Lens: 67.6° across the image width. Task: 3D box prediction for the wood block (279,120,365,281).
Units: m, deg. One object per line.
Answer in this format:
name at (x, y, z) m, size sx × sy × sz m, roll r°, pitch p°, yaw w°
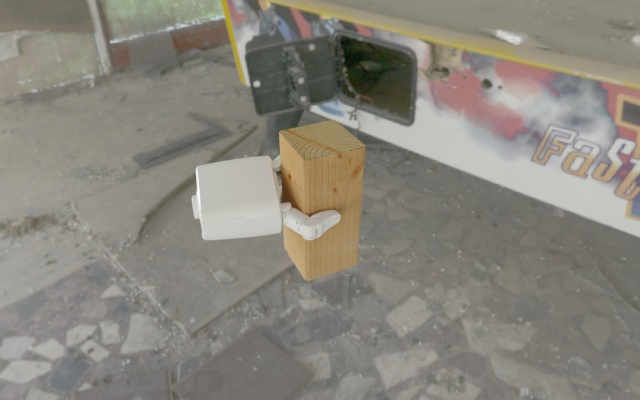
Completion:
wood block at (0.000, 0.002, 0.692) m, size 0.090 × 0.206 × 0.090 m, roll -15°, pitch 38°, yaw -21°
